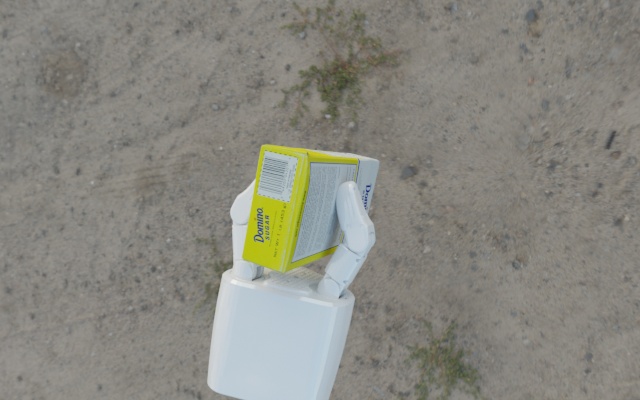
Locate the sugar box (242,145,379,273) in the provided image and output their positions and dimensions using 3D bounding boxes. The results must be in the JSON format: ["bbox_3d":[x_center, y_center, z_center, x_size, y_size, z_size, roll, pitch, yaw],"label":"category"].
[{"bbox_3d":[-0.001,0.001,0.433,0.048,0.093,0.176,15,8,20],"label":"sugar box"}]
